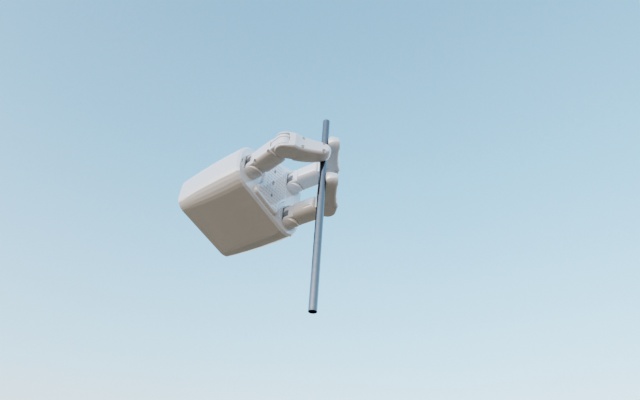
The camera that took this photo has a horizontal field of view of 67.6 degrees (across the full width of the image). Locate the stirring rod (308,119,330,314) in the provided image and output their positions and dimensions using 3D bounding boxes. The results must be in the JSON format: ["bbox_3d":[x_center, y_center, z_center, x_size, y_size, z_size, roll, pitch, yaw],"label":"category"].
[{"bbox_3d":[0.000,0.002,0.483,0.011,0.239,0.011,3,-39,2],"label":"stirring rod"}]
